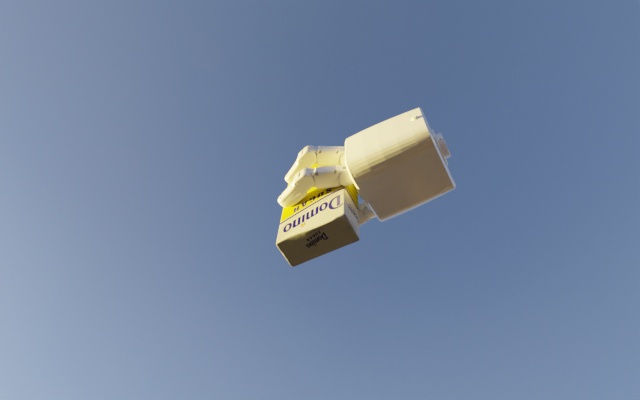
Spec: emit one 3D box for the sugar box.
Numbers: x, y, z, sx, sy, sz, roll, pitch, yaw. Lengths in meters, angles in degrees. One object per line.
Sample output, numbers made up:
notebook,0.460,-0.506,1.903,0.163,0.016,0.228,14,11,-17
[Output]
sugar box,0.000,0.001,0.618,0.093,0.048,0.176,-24,25,16
